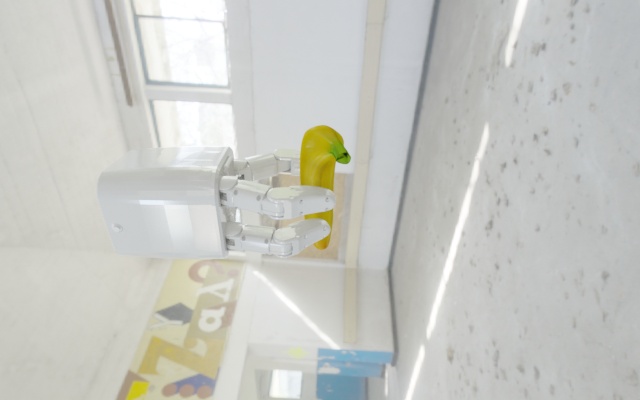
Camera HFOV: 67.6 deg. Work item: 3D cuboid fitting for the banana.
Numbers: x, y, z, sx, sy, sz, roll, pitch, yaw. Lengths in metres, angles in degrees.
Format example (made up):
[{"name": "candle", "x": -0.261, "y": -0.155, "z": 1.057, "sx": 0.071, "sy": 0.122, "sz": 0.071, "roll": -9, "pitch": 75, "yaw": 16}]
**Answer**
[{"name": "banana", "x": -0.001, "y": -0.017, "z": 0.475, "sx": 0.037, "sy": 0.069, "sz": 0.198, "roll": -3, "pitch": -27, "yaw": -5}]
